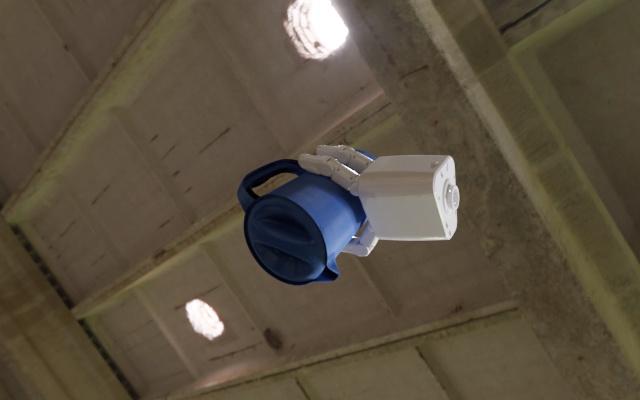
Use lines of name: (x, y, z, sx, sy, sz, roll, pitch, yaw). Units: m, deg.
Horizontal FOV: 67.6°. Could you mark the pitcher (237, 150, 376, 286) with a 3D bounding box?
pitcher: (0.000, 0.002, 0.714, 0.145, 0.149, 0.242, -1, 23, 32)
